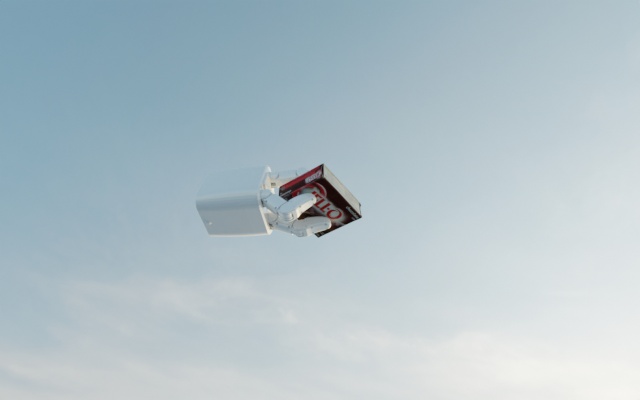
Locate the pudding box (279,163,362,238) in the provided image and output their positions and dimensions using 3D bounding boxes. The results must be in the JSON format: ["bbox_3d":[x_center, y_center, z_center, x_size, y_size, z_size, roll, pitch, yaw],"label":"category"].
[{"bbox_3d":[0.000,0.002,0.771,0.090,0.039,0.113,-26,-49,26],"label":"pudding box"}]
